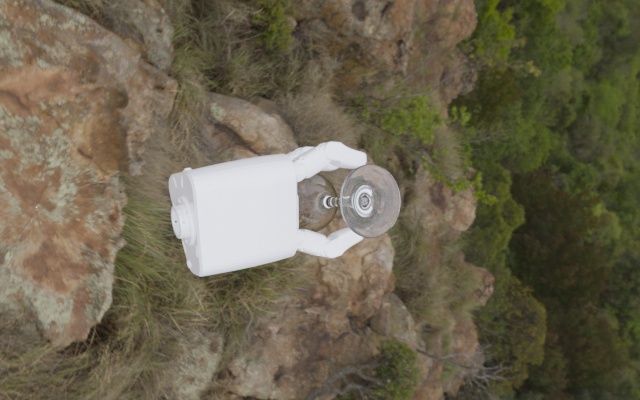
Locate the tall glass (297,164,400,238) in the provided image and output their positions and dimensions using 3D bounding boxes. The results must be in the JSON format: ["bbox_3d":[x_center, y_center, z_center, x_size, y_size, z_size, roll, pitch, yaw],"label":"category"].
[{"bbox_3d":[0.001,0.002,0.562,0.079,0.079,0.201,0,-1,-31],"label":"tall glass"}]
